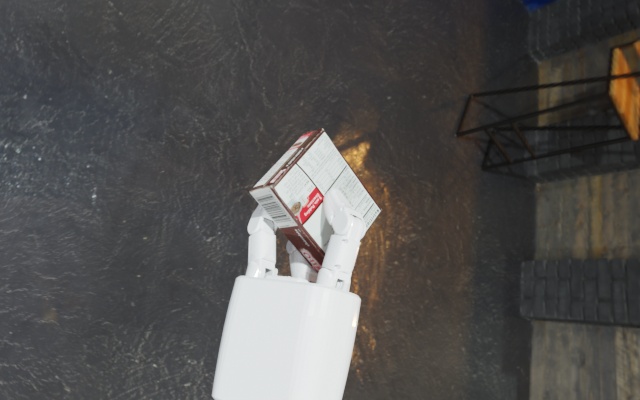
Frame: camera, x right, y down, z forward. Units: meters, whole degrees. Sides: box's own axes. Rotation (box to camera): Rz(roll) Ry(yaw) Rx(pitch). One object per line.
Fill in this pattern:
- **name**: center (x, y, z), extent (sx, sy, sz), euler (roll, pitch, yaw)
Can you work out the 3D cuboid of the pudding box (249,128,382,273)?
- **pudding box**: center (0.000, 0.002, 0.465), extent (0.039, 0.113, 0.090), euler (-7, 36, 49)
